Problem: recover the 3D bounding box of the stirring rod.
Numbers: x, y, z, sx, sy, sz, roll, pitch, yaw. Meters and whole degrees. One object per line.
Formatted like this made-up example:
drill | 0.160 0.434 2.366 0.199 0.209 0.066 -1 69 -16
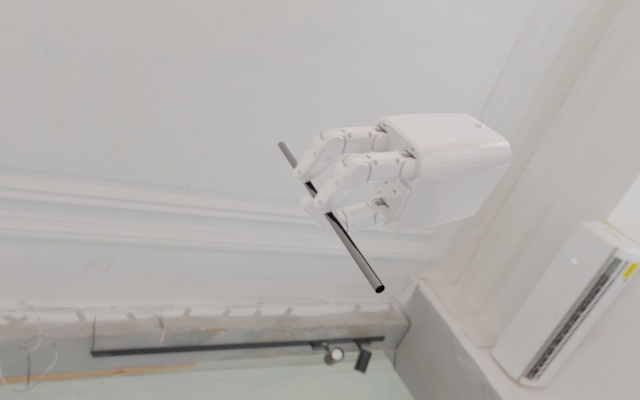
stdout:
stirring rod | 0.000 0.002 0.443 0.011 0.011 0.239 0 32 -26
